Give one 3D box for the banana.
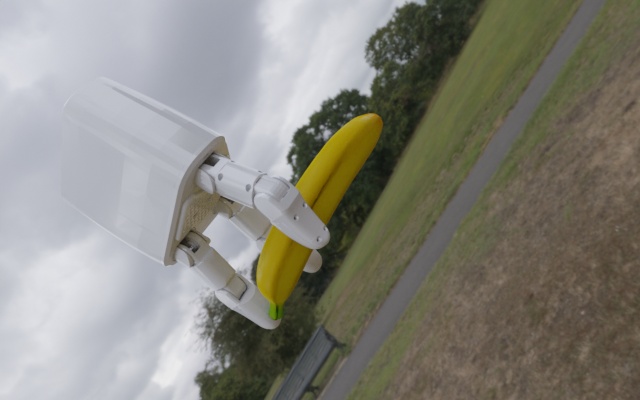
[{"bbox_3d":[-0.002,0.000,0.382,0.037,0.197,0.070,28,-12,8],"label":"banana"}]
